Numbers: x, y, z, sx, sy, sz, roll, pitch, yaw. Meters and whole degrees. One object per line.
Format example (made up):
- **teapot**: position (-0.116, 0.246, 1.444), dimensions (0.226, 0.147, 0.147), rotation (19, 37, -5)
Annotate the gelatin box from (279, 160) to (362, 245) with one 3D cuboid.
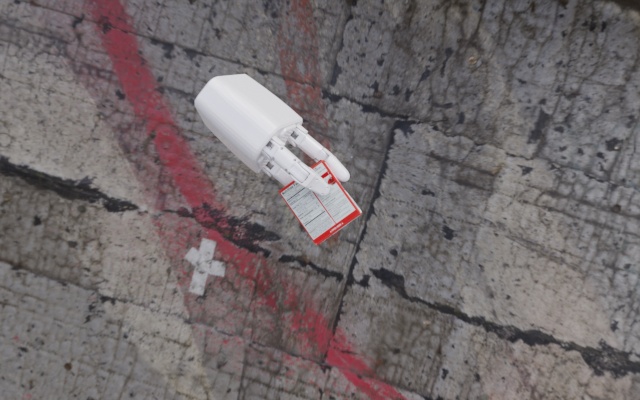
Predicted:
- **gelatin box**: position (0.000, 0.002, 0.631), dimensions (0.073, 0.089, 0.030), rotation (-36, -5, 8)
